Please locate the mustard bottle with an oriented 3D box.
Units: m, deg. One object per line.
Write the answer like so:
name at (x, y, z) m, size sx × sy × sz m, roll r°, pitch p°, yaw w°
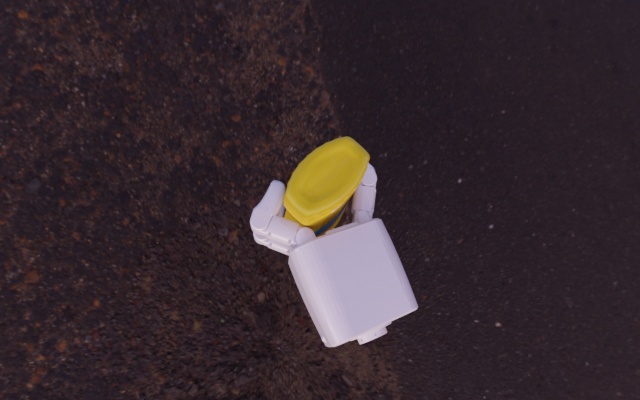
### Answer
mustard bottle at (0.000, 0.001, 0.553) m, size 0.058 × 0.096 × 0.192 m, roll 42°, pitch -16°, yaw 8°
